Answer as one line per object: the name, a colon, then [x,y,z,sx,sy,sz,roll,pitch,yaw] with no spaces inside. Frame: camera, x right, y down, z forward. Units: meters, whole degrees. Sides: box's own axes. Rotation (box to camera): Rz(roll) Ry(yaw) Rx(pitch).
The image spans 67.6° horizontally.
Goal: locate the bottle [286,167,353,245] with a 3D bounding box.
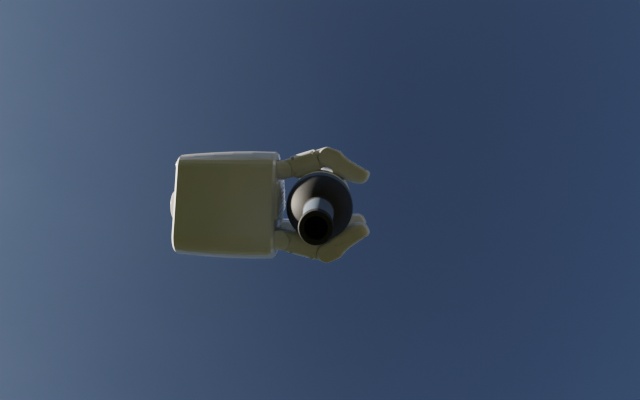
bottle: [0.000,0.002,0.510,0.069,0.069,0.295,0,8,1]
